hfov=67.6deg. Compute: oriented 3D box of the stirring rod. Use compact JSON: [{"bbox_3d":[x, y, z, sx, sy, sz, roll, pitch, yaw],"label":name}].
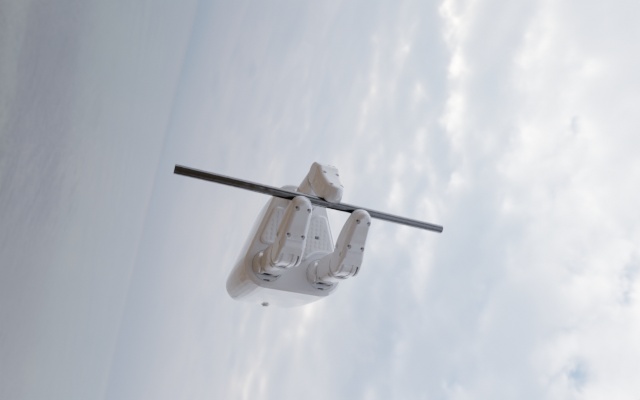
[{"bbox_3d":[0.000,0.001,0.401,0.239,0.011,0.011,13,-4,-19],"label":"stirring rod"}]
